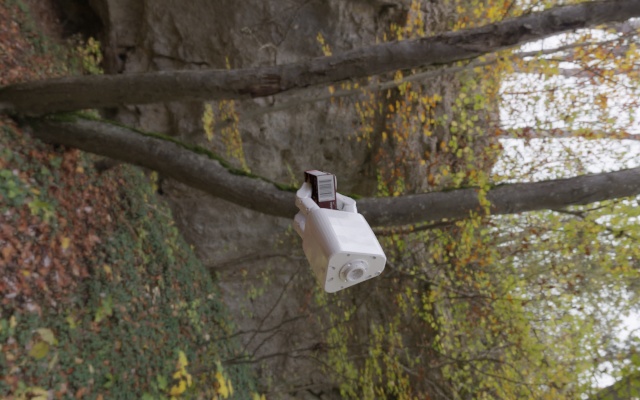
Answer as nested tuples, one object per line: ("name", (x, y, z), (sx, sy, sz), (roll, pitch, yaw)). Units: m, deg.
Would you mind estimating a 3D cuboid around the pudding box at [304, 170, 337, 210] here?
("pudding box", (0.000, 0.003, 0.888), (0.039, 0.113, 0.090), (-5, 10, -17))
